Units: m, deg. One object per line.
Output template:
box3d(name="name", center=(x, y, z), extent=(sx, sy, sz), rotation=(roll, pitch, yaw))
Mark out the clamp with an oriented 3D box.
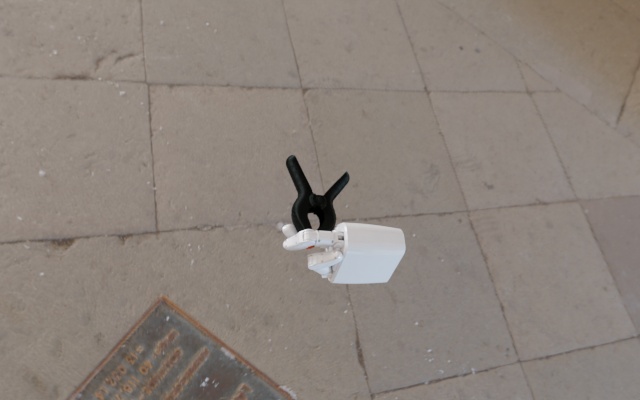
box3d(name="clamp", center=(0.000, 0.003, 0.824), extent=(0.120, 0.171, 0.039), rotation=(5, -27, -16))
